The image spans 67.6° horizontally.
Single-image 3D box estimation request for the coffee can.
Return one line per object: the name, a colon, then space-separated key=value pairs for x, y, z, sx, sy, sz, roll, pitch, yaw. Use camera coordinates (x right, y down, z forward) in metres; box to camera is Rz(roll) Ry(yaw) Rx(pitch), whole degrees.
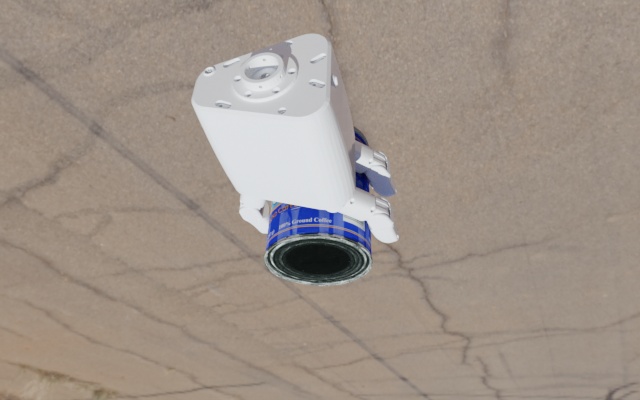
coffee can: x=0.000 y=0.002 z=0.487 sx=0.103 sy=0.140 sz=0.103 roll=1 pitch=-34 yaw=1
